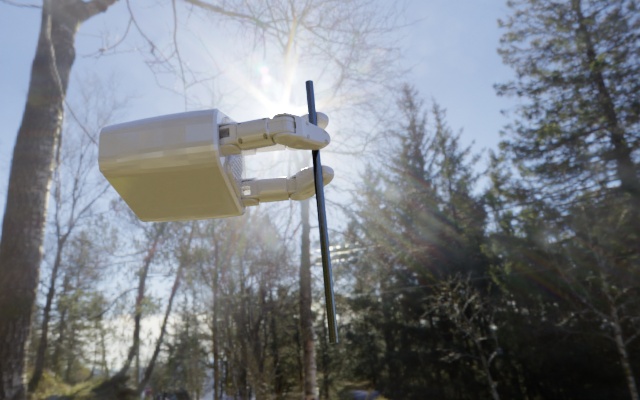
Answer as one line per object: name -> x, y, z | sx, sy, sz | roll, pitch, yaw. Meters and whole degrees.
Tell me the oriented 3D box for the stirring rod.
stirring rod -> 0.000, 0.001, 0.424 | 0.011, 0.239, 0.011 | -5, -16, -1
